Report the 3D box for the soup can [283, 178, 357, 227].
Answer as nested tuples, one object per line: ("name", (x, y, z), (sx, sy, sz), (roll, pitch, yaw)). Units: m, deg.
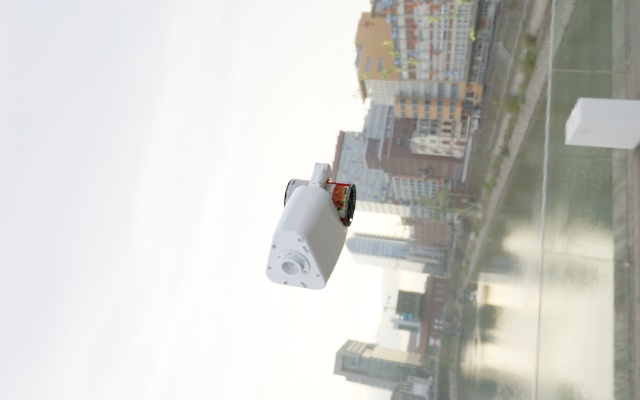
("soup can", (0.000, 0.002, 0.753), (0.102, 0.068, 0.068), (6, 2, 15))
